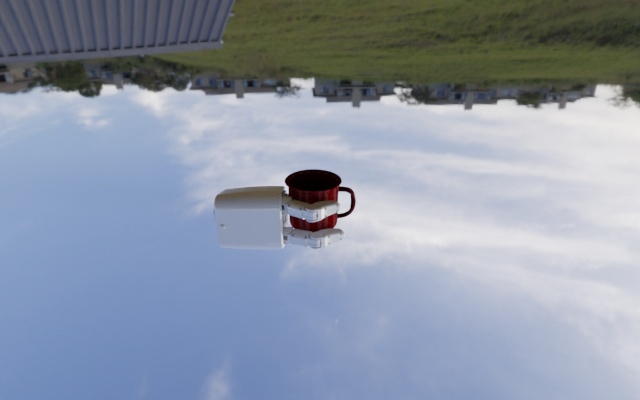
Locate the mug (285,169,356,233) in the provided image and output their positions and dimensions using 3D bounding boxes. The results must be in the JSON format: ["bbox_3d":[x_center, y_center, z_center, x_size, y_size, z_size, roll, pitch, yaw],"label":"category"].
[{"bbox_3d":[0.002,0.003,0.794,0.117,0.081,0.093,0,26,0],"label":"mug"}]
